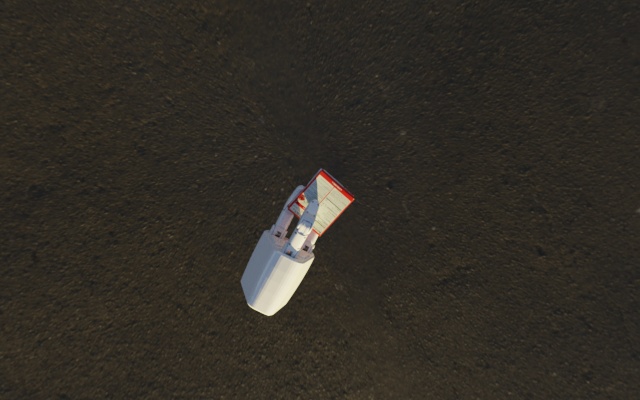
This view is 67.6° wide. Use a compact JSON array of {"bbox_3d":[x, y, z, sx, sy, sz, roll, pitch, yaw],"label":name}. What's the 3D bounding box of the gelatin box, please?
[{"bbox_3d":[0.000,0.002,0.794,0.073,0.089,0.030,41,10,-8],"label":"gelatin box"}]
